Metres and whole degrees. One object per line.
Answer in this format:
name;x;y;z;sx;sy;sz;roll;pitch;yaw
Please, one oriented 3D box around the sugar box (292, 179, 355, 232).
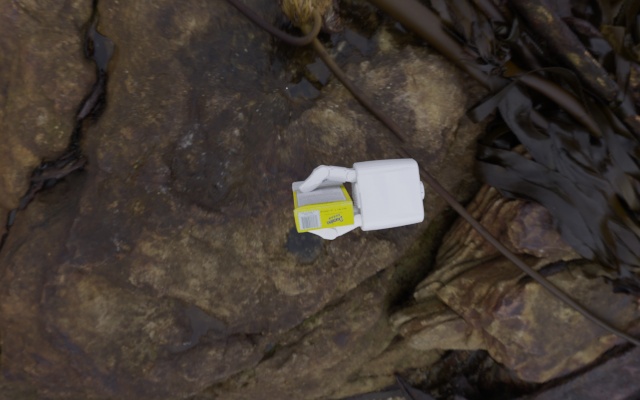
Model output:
sugar box;0.000;0.003;0.824;0.093;0.048;0.176;-7;14;-2
